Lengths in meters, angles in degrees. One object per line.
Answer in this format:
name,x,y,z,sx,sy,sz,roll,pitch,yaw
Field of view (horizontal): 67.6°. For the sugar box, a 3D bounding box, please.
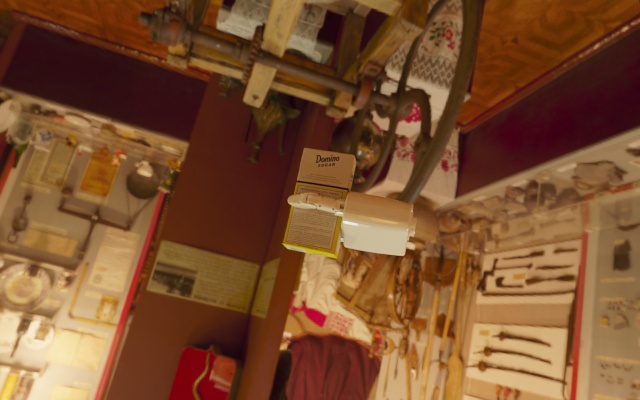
sugar box,0.000,0.003,0.821,0.093,0.176,0.048,10,-16,11
